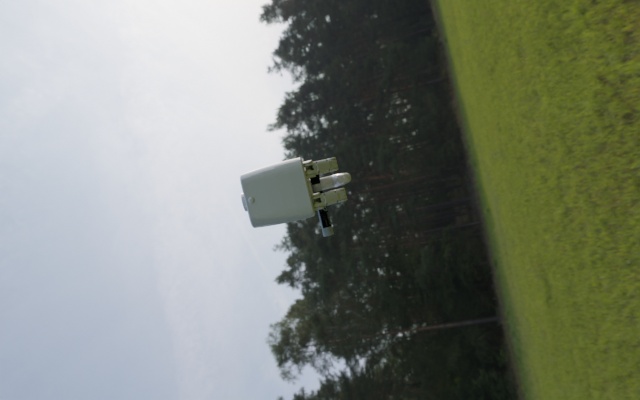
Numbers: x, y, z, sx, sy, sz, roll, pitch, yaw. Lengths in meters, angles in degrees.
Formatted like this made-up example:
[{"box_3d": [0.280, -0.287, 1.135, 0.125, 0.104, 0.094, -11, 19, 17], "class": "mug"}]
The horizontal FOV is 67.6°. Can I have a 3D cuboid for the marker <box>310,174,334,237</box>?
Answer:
[{"box_3d": [0.000, 0.003, 0.835, 0.020, 0.121, 0.020, -14, 1, 0], "class": "marker"}]
